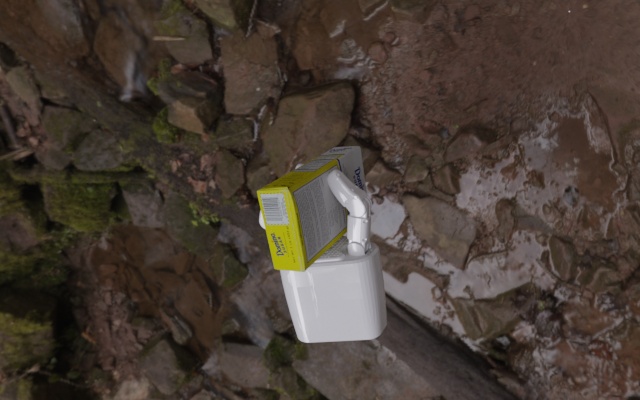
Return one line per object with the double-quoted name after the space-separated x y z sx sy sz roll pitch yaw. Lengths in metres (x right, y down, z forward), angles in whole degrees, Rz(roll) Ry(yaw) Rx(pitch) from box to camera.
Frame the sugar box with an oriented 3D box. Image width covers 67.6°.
0.000 0.002 0.559 0.048 0.093 0.176 -1 19 28 "sugar box"
